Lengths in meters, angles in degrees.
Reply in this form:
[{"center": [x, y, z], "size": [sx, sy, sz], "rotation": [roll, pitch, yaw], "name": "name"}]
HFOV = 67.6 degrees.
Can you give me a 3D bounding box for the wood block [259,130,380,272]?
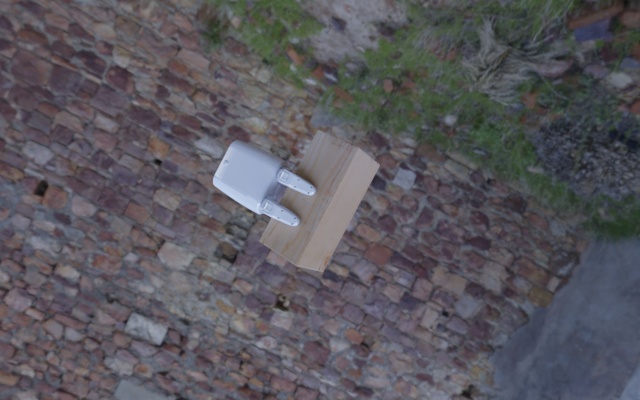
[{"center": [0.000, 0.003, 0.790], "size": [0.090, 0.206, 0.091], "rotation": [29, 2, 31], "name": "wood block"}]
